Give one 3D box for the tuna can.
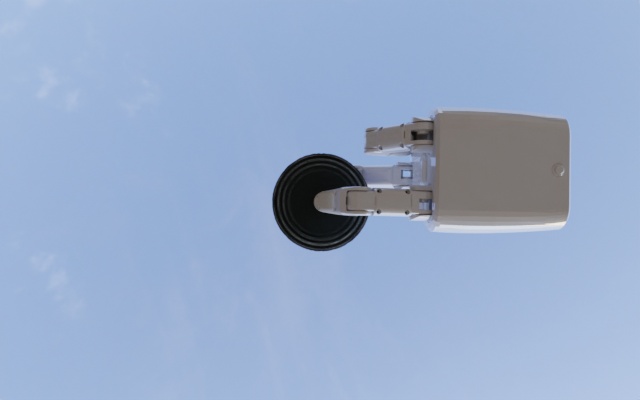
[{"bbox_3d":[0.000,0.001,0.431,0.086,0.086,0.034,0,1,-3],"label":"tuna can"}]
